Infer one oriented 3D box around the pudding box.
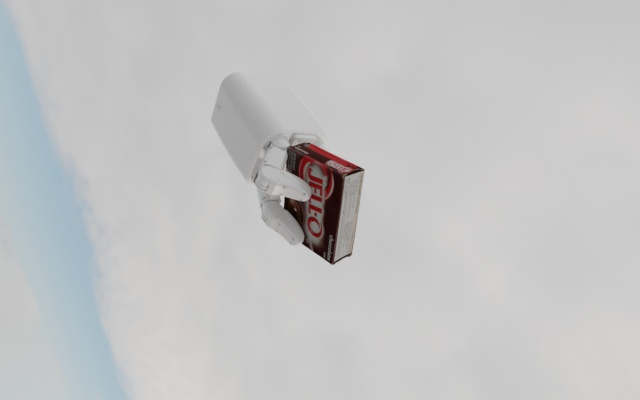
[{"bbox_3d":[0.000,0.002,0.538,0.039,0.113,0.090,-21,37,-37],"label":"pudding box"}]
